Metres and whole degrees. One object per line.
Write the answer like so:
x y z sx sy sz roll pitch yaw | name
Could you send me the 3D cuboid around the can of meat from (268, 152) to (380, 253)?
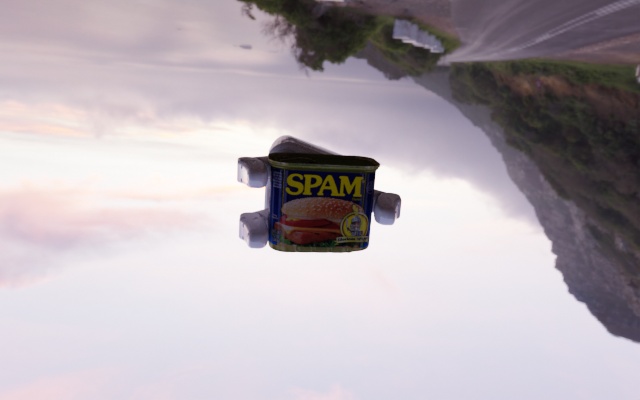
0.000 0.002 0.450 0.102 0.084 0.057 2 15 -8 | can of meat
